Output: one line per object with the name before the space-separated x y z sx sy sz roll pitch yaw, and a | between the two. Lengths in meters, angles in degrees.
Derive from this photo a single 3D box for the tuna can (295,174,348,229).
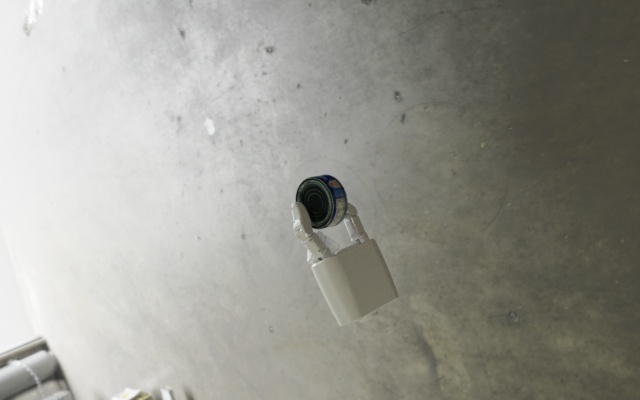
tuna can | 0.000 0.003 0.760 0.086 0.086 0.034 0 8 43
